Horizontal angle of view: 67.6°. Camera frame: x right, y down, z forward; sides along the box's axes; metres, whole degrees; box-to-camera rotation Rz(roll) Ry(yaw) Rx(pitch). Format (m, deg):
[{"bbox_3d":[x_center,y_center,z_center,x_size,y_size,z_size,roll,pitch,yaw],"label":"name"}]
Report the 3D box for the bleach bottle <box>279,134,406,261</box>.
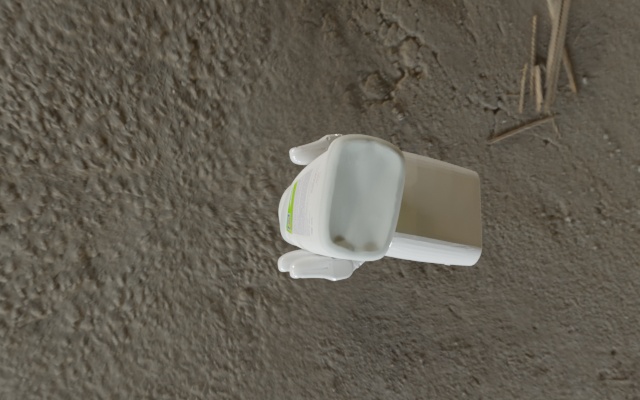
[{"bbox_3d":[0.000,0.002,0.489,0.068,0.102,0.251,11,-4,-15],"label":"bleach bottle"}]
